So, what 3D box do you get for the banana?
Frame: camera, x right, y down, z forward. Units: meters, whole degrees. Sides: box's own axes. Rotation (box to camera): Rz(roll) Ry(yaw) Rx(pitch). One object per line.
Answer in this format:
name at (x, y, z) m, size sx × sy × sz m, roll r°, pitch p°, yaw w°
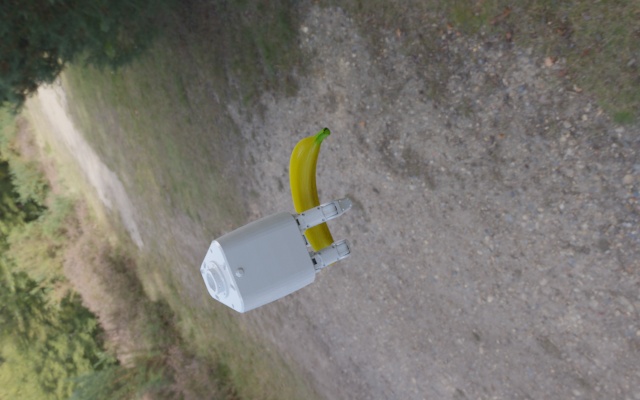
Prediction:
banana at (-0.012, -0.004, 0.677) m, size 0.037 × 0.198 × 0.069 m, roll -19°, pitch 22°, yaw -36°
